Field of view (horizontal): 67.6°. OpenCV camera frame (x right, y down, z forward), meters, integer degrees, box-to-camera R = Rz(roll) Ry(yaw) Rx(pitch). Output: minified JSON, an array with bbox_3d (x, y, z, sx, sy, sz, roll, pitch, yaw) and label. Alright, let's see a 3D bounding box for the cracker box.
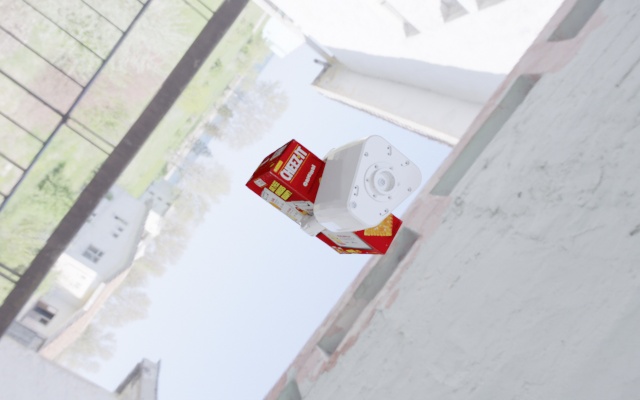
[{"bbox_3d":[0.000,0.003,0.762,0.214,0.072,0.164,37,-17,-15],"label":"cracker box"}]
